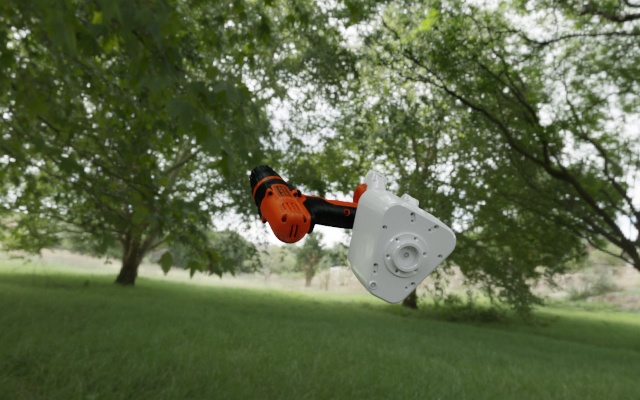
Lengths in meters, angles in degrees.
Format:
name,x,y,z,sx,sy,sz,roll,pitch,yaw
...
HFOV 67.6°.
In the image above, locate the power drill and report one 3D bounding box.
name,x,y,z,sx,sy,sz,roll,pitch,yaw
power drill,0.001,0.002,0.671,0.187,0.057,0.184,2,27,-22
